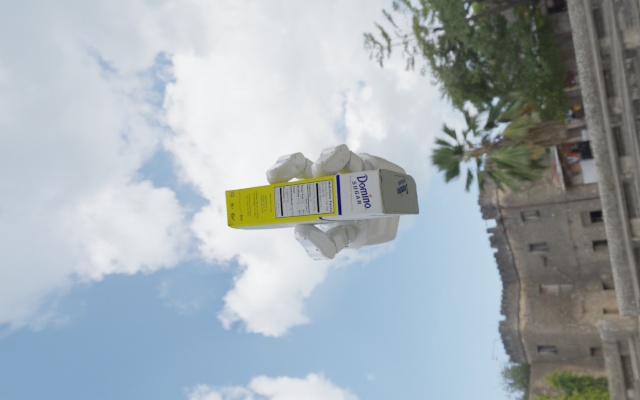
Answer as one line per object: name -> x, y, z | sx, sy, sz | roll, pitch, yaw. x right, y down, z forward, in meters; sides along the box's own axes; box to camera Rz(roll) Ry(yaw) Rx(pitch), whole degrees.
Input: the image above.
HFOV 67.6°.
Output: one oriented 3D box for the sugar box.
sugar box -> 0.000, 0.001, 0.483 | 0.176, 0.048, 0.093 | -9, -6, 29
